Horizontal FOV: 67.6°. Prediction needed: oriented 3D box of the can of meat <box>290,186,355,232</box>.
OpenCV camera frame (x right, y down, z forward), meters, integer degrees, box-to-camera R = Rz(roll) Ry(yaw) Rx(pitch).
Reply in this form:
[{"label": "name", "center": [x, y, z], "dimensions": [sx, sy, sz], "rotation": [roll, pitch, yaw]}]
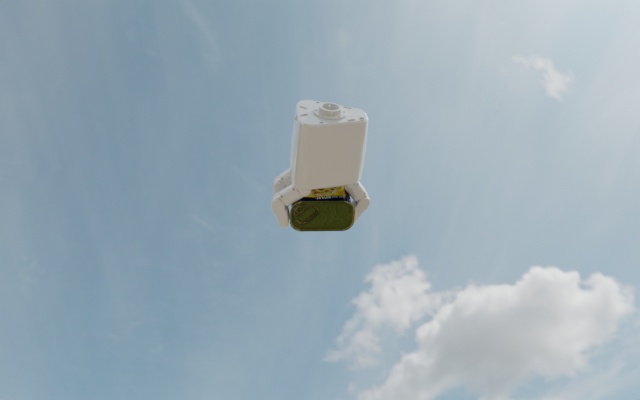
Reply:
[{"label": "can of meat", "center": [0.000, 0.002, 0.780], "dimensions": [0.102, 0.057, 0.084], "rotation": [-1, 35, -5]}]
